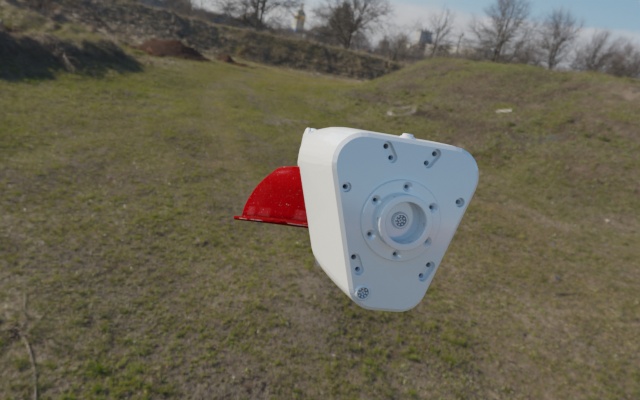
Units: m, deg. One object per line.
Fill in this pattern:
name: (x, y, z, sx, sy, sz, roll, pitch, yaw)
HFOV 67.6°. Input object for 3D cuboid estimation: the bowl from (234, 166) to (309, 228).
bowl: (0.000, 0.001, 0.466, 0.162, 0.055, 0.162, 6, -4, 0)
